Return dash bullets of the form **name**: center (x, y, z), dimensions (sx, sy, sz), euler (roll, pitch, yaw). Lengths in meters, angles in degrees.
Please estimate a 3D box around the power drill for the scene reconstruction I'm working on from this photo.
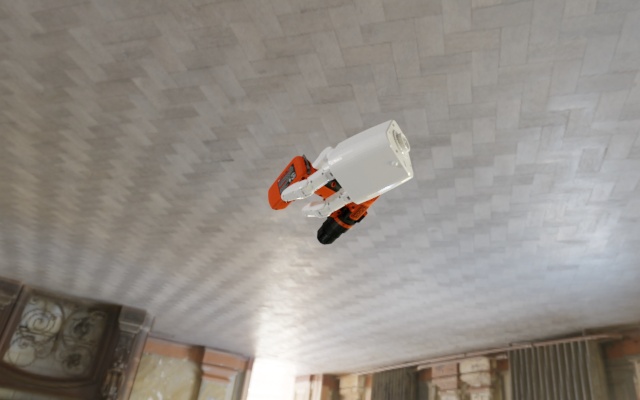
- **power drill**: center (0.000, 0.003, 0.883), dimensions (0.188, 0.057, 0.184), euler (18, -55, -35)
